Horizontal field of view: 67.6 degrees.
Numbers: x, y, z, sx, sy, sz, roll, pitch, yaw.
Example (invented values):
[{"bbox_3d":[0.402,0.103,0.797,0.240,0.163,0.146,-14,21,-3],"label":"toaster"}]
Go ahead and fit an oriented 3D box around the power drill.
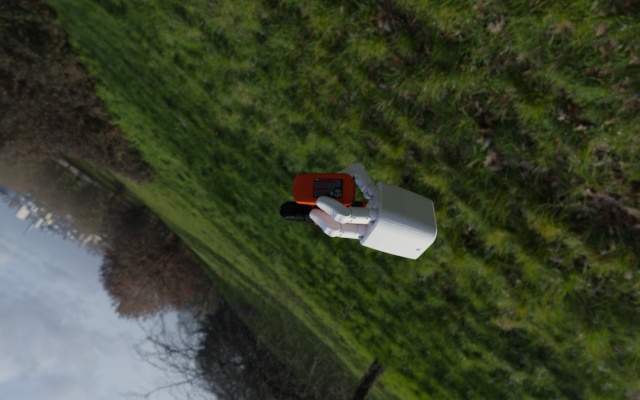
[{"bbox_3d":[0.000,0.003,0.890,0.184,0.057,0.188,-1,-15,7],"label":"power drill"}]
